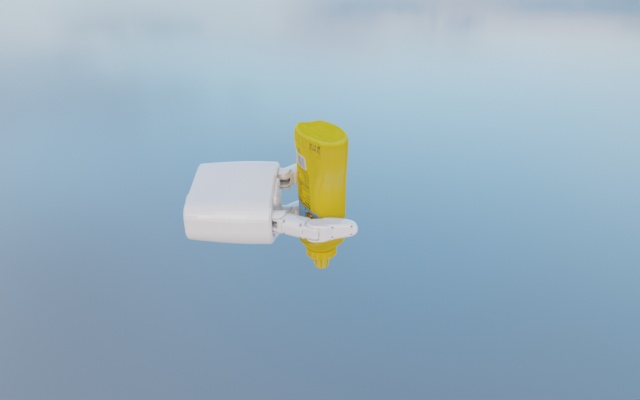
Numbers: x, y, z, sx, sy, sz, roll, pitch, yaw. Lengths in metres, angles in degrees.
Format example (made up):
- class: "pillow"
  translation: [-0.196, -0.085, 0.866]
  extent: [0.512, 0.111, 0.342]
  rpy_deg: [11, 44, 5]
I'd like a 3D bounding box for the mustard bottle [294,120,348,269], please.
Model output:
- class: "mustard bottle"
  translation: [0.000, 0.002, 0.606]
  extent: [0.058, 0.192, 0.096]
  rpy_deg: [-10, 27, -20]
